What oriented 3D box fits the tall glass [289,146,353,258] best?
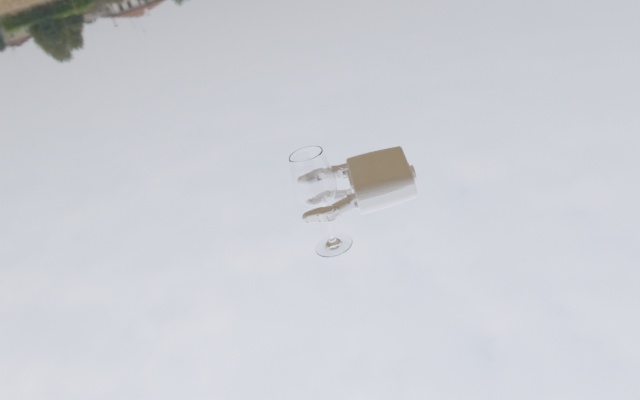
[{"bbox_3d":[0.000,0.004,0.873,0.079,0.201,0.079,-14,28,8],"label":"tall glass"}]
